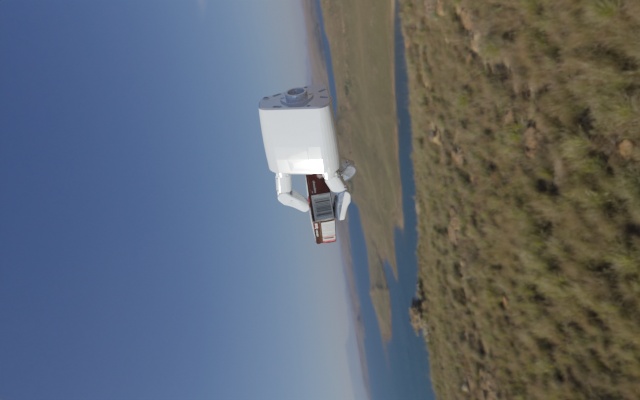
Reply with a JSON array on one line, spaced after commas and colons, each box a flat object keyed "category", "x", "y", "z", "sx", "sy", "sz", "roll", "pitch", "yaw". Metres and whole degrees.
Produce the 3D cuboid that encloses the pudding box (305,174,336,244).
[{"category": "pudding box", "x": 0.000, "y": 0.003, "z": 0.784, "sx": 0.039, "sy": 0.113, "sz": 0.090, "roll": -7, "pitch": -28, "yaw": 1}]
